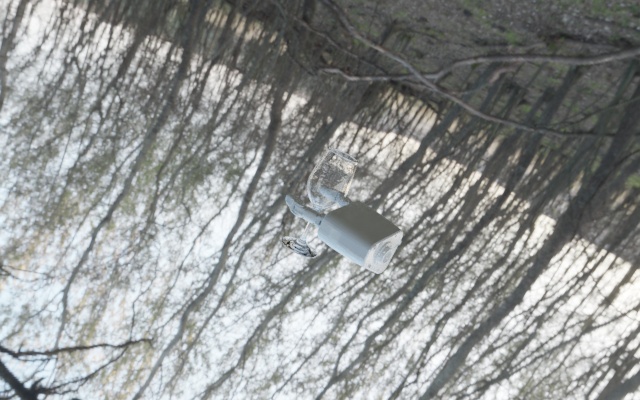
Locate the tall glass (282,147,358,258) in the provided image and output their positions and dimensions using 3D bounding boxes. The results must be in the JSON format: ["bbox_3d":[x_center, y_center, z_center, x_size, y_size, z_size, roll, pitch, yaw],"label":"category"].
[{"bbox_3d":[0.000,0.003,0.894,0.079,0.201,0.079,23,15,-6],"label":"tall glass"}]
